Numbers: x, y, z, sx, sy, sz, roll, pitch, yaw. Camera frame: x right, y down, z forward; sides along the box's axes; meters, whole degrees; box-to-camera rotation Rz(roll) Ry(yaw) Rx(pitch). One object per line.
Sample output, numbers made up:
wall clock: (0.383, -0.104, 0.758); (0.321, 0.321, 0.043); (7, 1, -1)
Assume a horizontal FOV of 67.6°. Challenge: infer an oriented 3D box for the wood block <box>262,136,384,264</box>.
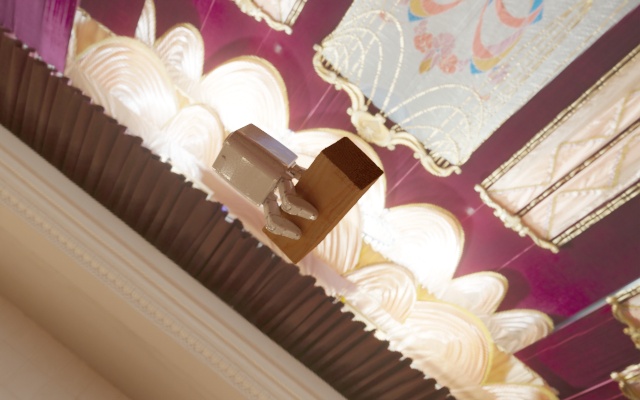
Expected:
wood block: (0.000, 0.002, 0.806); (0.206, 0.090, 0.090); (-50, -8, 37)
